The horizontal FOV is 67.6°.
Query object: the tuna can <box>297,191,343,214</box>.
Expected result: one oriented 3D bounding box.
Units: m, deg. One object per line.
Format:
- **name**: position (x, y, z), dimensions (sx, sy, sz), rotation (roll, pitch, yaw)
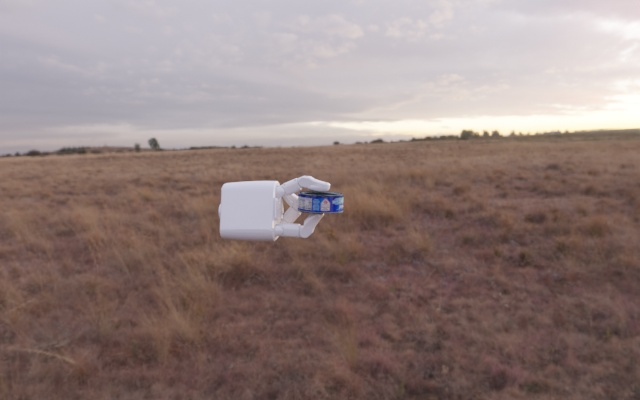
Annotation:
- **tuna can**: position (0.000, 0.002, 0.886), dimensions (0.086, 0.034, 0.086), rotation (2, 6, 0)
